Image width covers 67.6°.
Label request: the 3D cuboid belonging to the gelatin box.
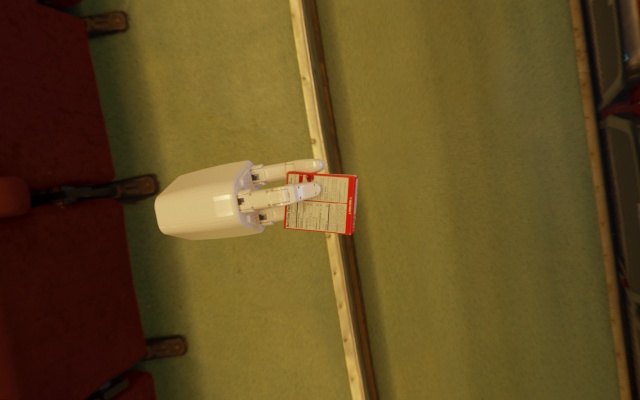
[{"bbox_3d":[0.000,0.002,0.599,0.089,0.073,0.030,5,5,12],"label":"gelatin box"}]
